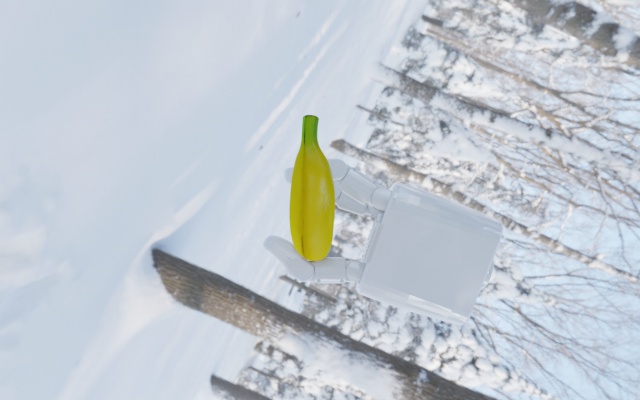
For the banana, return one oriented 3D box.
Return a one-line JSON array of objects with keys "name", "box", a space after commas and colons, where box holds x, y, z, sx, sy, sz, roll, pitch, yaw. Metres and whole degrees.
[{"name": "banana", "box": [-0.004, 0.015, 0.424, 0.037, 0.069, 0.198, 12, -31, 6]}]
